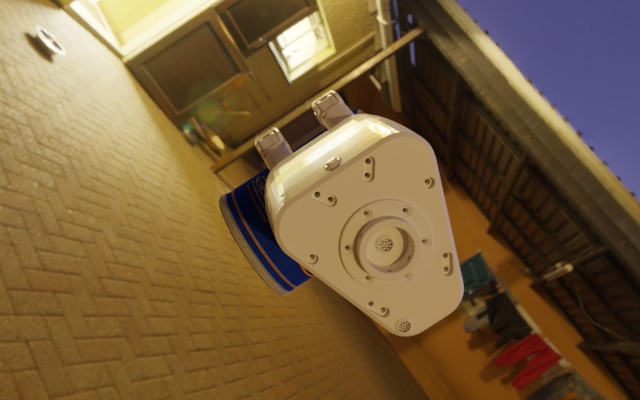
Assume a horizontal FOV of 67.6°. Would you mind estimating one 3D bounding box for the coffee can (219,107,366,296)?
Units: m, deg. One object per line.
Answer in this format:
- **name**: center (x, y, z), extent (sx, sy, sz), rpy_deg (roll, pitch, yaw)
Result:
- **coffee can**: center (0.000, 0.001, 0.412), extent (0.140, 0.103, 0.103), rpy_deg (-33, -1, 1)
